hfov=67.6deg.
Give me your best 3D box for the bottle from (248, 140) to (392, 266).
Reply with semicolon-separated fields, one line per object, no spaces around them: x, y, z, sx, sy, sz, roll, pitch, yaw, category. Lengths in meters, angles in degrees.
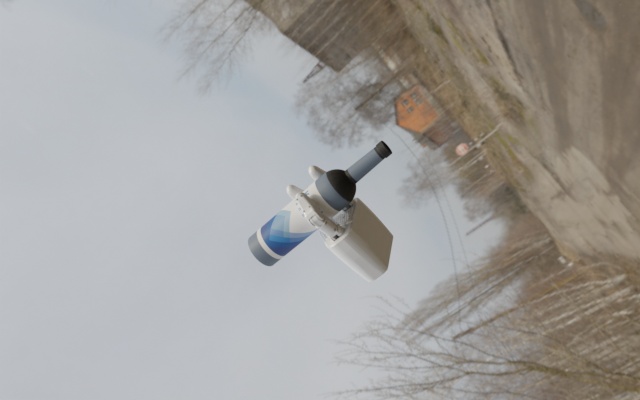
0.000;0.003;0.814;0.296;0.069;0.069;-40;-15;19;bottle
